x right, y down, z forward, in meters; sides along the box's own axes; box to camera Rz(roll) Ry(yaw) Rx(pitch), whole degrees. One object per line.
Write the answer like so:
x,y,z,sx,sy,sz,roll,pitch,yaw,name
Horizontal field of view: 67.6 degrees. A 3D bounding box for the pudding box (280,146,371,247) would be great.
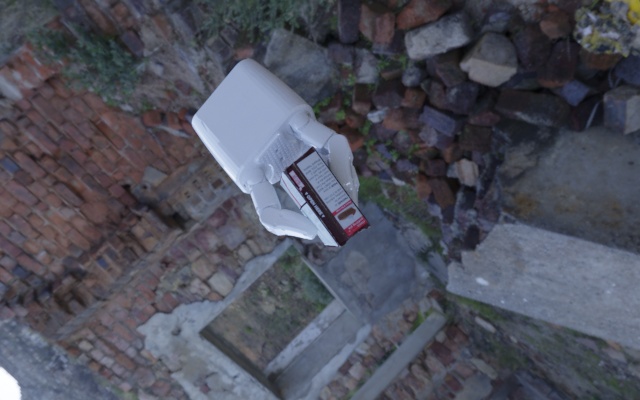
0.000,0.002,0.475,0.039,0.090,0.113,-37,0,-6,pudding box
